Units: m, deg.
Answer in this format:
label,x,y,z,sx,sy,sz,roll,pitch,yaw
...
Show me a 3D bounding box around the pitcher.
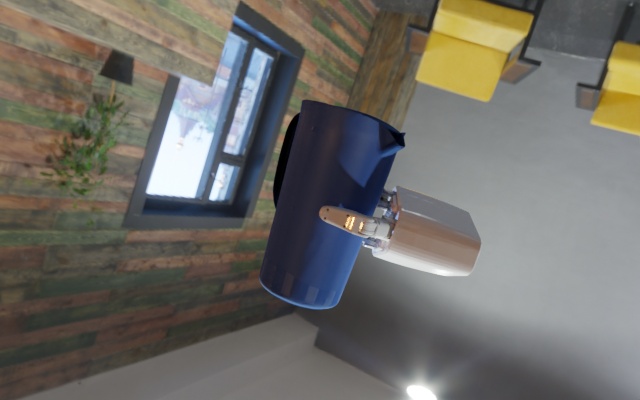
label,x,y,z,sx,sy,sz,roll,pitch,yaw
pitcher,0.000,0.002,0.606,0.145,0.243,0.149,18,6,-2
